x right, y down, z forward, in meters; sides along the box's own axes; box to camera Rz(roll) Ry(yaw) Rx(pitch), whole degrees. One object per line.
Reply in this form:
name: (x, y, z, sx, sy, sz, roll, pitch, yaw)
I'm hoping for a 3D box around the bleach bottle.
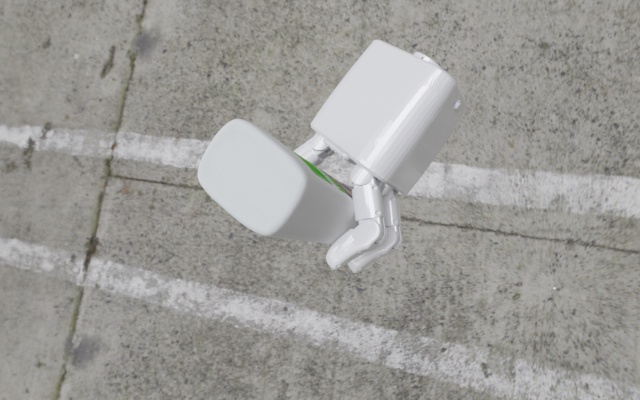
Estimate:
bleach bottle: (0.000, 0.002, 0.470, 0.102, 0.068, 0.251, 39, 9, 26)
